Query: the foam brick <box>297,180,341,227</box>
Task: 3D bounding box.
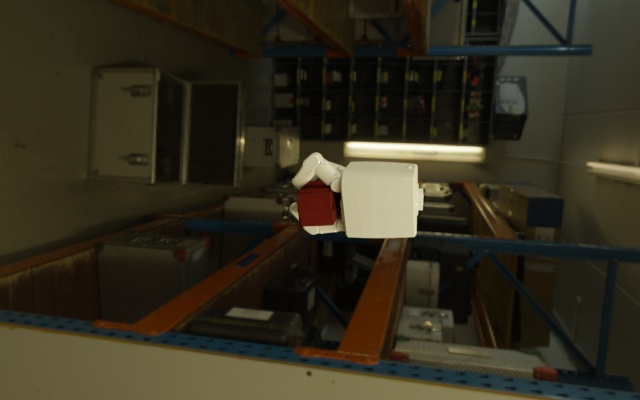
[{"bbox_3d":[0.000,0.003,0.724,0.051,0.053,0.078,-1,16,15],"label":"foam brick"}]
